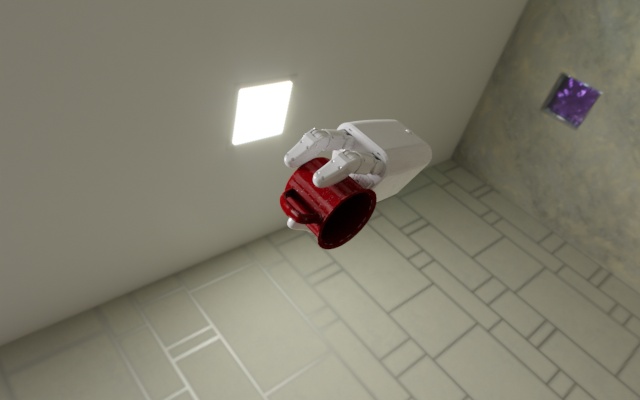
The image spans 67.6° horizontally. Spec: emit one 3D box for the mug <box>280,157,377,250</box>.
[{"bbox_3d":[-0.001,0.002,0.584,0.117,0.093,0.081,-14,47,-43],"label":"mug"}]
